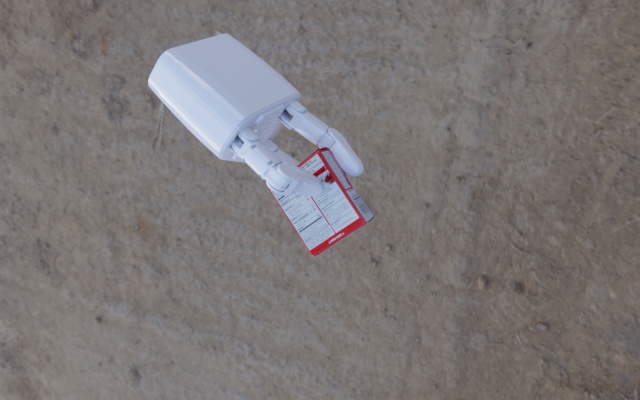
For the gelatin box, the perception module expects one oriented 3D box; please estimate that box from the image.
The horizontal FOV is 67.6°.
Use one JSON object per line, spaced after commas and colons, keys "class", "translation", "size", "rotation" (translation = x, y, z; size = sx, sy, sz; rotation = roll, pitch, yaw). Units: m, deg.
{"class": "gelatin box", "translation": [0.000, 0.002, 0.493], "size": [0.073, 0.089, 0.030], "rotation": [-36, -6, 26]}
